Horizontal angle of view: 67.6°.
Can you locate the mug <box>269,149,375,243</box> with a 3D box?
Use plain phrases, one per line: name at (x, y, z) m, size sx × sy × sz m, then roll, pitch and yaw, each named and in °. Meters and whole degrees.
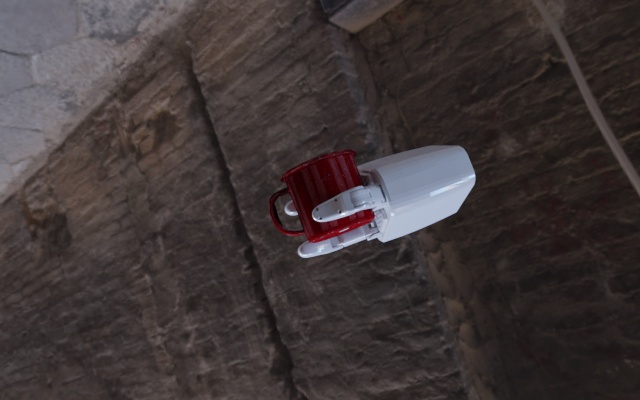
mug at (-0.001, 0.002, 0.540) m, size 0.117 × 0.081 × 0.093 m, roll -19°, pitch -8°, yaw -8°
